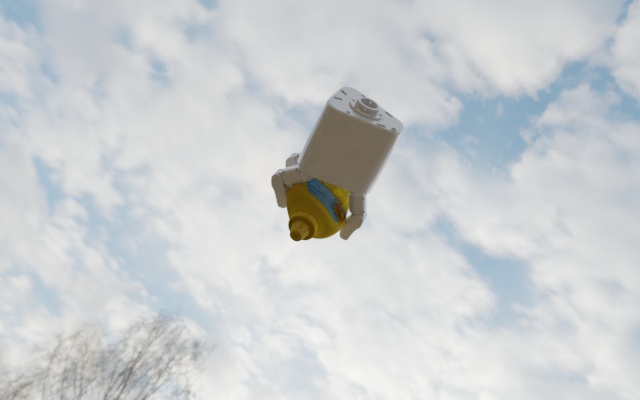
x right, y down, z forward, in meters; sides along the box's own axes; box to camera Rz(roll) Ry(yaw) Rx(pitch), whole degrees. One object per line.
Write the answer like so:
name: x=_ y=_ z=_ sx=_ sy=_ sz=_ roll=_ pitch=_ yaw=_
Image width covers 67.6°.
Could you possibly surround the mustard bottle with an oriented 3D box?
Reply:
mustard bottle: x=0.000 y=0.002 z=0.712 sx=0.058 sy=0.096 sz=0.191 roll=-34 pitch=12 yaw=34
